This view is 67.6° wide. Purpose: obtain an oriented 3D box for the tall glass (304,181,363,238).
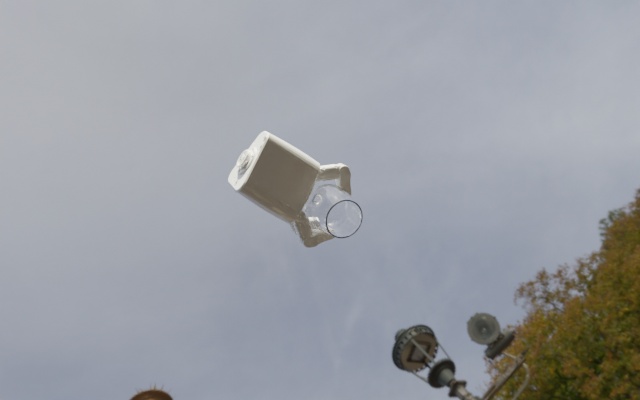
[{"bbox_3d":[0.000,0.002,0.813,0.079,0.079,0.201,0,15,-23],"label":"tall glass"}]
